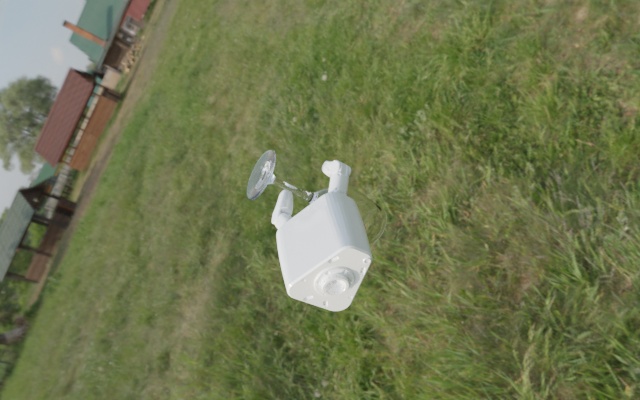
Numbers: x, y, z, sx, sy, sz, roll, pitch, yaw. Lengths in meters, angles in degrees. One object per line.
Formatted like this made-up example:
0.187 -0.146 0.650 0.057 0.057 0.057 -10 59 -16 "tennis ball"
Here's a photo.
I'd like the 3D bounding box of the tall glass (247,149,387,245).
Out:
0.000 0.002 0.686 0.201 0.079 0.079 24 -12 -27 "tall glass"
